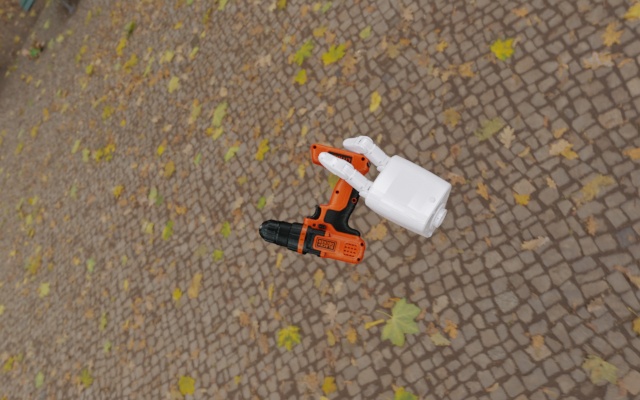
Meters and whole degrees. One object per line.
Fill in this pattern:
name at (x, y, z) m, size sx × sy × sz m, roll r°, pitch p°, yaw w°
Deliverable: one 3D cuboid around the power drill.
power drill at (0.000, 0.002, 0.815) m, size 0.184 × 0.187 × 0.057 m, roll 13°, pitch 0°, yaw 2°
